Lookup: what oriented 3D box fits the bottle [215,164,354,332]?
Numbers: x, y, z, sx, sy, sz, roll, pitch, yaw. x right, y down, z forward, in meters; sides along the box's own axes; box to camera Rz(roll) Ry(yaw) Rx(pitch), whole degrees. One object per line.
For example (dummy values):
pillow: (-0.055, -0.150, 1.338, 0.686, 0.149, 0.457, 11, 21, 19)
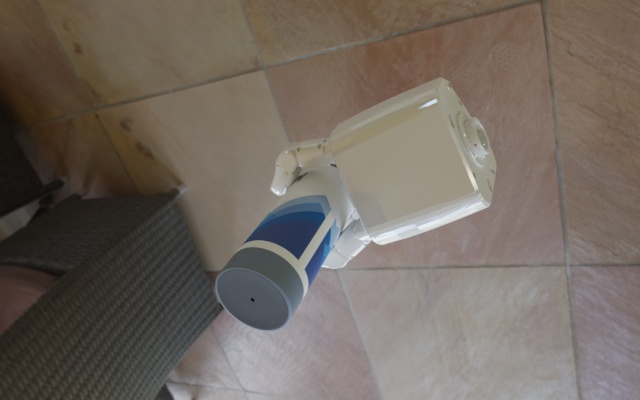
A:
bottle: (0.000, 0.002, 0.482, 0.069, 0.069, 0.295, 0, 31, 25)
